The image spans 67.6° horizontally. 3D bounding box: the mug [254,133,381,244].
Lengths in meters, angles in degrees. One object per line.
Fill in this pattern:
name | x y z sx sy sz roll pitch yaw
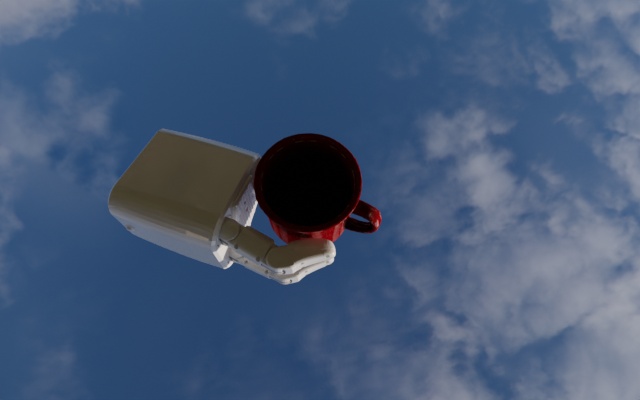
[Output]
mug | 0.001 0.002 0.443 0.117 0.093 0.081 19 -20 6
